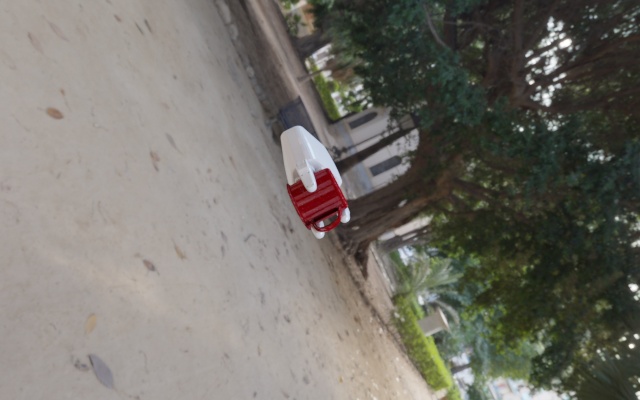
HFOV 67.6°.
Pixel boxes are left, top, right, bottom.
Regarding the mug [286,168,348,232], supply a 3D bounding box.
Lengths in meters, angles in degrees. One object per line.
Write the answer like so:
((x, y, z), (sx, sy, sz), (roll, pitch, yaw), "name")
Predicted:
((0.001, 0.004, 0.839), (0.081, 0.117, 0.093), (-27, -38, 5), "mug")
